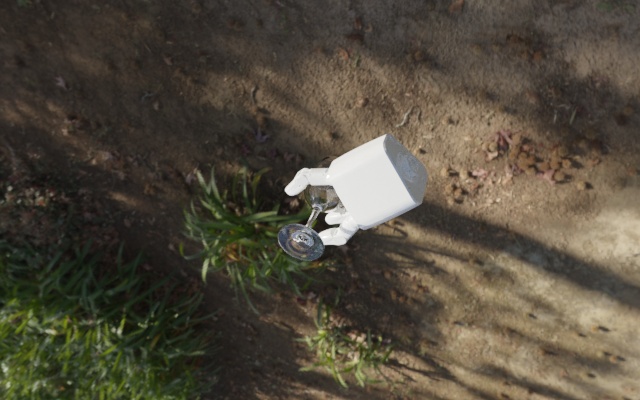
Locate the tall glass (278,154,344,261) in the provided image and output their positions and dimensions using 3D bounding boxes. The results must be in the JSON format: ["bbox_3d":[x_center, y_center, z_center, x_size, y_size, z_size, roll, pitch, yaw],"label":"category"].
[{"bbox_3d":[0.000,0.003,0.792,0.079,0.079,0.201,0,38,22],"label":"tall glass"}]
